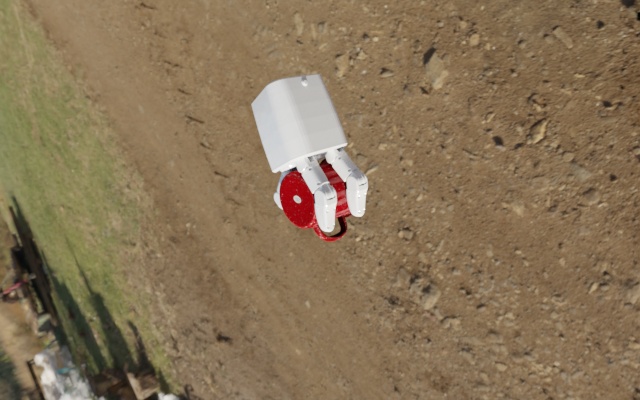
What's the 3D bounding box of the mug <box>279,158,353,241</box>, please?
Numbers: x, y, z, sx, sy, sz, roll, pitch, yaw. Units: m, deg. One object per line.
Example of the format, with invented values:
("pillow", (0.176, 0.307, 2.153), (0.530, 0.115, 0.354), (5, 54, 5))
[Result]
("mug", (0.000, 0.004, 0.676), (0.081, 0.117, 0.093), (-20, 0, -39))
